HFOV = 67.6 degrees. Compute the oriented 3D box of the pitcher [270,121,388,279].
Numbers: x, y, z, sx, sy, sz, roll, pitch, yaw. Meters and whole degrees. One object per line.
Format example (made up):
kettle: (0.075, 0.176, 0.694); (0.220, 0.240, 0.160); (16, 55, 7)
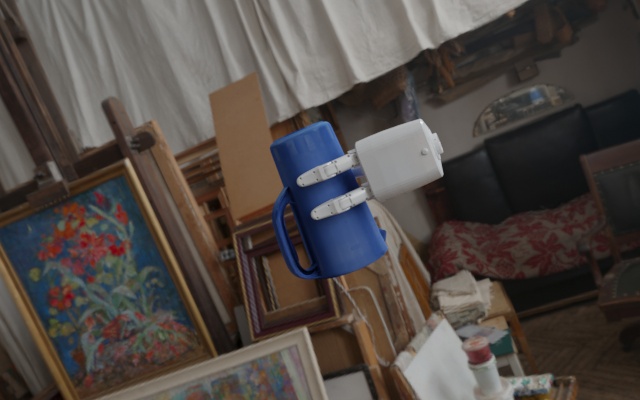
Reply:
pitcher: (0.000, 0.003, 0.790); (0.145, 0.243, 0.149); (-20, 7, 21)
